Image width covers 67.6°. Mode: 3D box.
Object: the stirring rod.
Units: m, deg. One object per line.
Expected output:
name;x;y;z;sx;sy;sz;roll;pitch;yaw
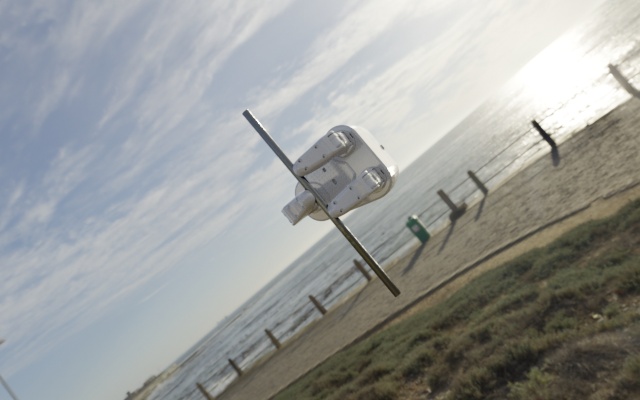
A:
stirring rod;0.000;0.002;0.481;0.011;0.239;0.011;-40;-3;-3
